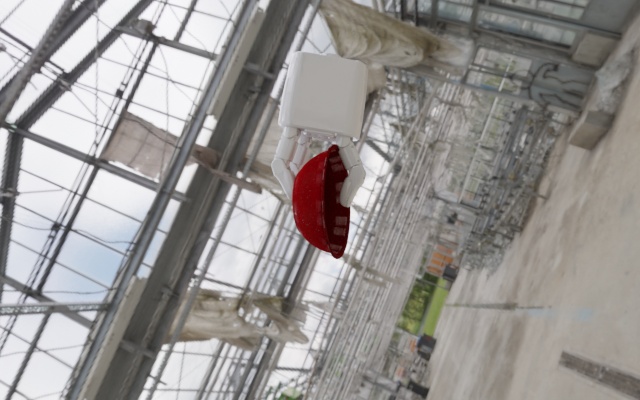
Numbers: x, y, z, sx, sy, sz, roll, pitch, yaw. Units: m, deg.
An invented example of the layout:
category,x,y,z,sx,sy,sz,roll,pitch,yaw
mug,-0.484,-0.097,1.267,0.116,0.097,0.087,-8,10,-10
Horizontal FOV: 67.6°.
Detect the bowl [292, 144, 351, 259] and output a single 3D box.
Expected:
category,x,y,z,sx,sy,sz,roll,pitch,yaw
bowl,0.000,0.004,0.676,0.055,0.162,0.162,-2,-1,16
